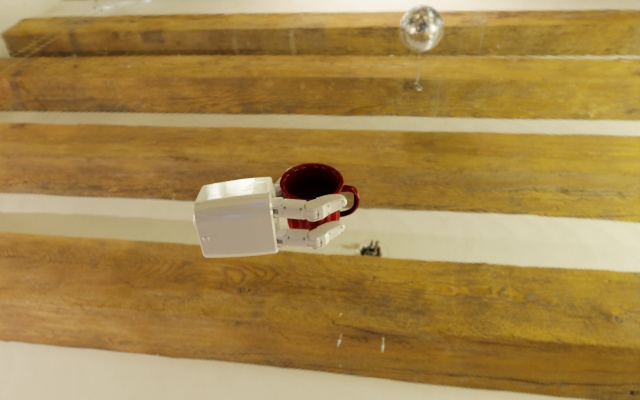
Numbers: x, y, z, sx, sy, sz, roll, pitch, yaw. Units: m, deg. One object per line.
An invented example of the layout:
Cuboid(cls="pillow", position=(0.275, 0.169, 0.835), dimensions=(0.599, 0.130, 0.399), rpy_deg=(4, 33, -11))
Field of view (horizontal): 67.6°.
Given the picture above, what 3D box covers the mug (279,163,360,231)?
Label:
Cuboid(cls="mug", position=(0.002, 0.002, 0.716), dimensions=(0.117, 0.082, 0.093), rpy_deg=(-4, 39, -2))
